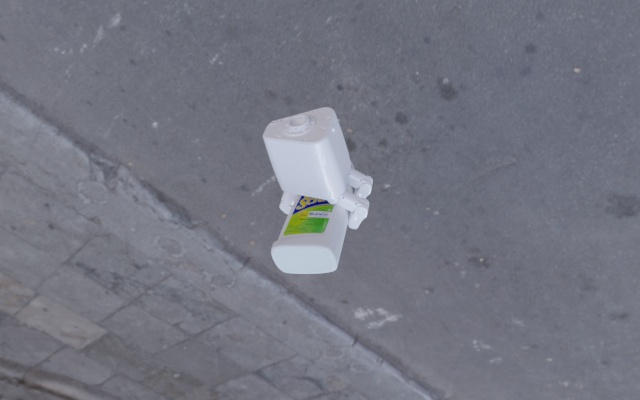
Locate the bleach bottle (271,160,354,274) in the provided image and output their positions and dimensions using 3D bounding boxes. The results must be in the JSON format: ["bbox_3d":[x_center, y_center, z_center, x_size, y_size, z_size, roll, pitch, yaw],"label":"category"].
[{"bbox_3d":[0.000,0.003,0.787,0.102,0.068,0.250,-3,43,18],"label":"bleach bottle"}]
